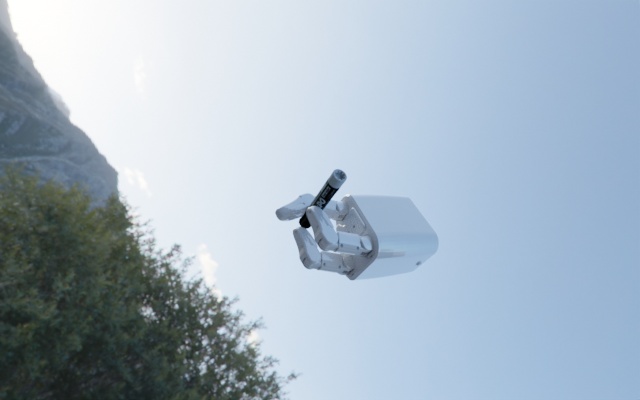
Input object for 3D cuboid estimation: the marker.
[{"bbox_3d":[0.000,0.002,0.613,0.020,0.020,0.121,0,-32,-27],"label":"marker"}]
